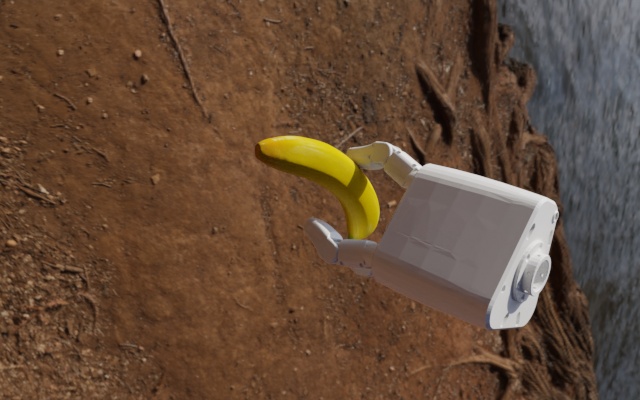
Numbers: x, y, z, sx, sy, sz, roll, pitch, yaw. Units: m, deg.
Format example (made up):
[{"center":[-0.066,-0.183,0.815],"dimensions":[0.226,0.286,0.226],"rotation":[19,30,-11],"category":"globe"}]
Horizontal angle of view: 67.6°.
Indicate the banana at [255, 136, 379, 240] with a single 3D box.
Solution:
[{"center":[0.013,-0.011,0.469],"dimensions":[0.037,0.069,0.198],"rotation":[29,-15,44],"category":"banana"}]
